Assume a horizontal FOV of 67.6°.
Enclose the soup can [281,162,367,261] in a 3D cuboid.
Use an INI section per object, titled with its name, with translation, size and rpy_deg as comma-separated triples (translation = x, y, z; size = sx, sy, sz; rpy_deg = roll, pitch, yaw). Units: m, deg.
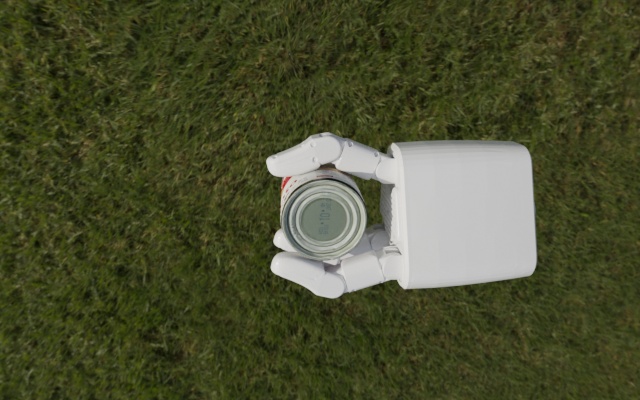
[soup can]
translation = 0.000, 0.001, 0.406
size = 0.068, 0.068, 0.102
rpy_deg = 0, 17, -4
